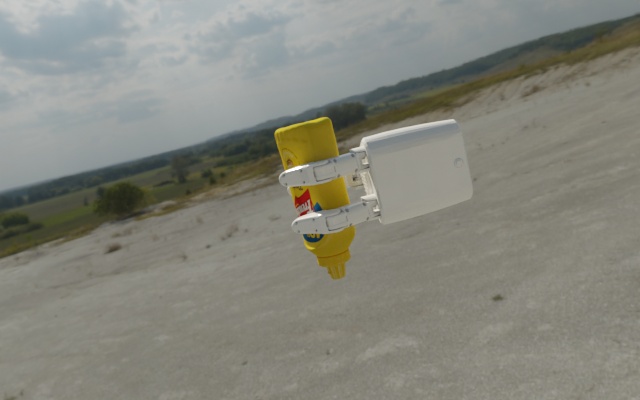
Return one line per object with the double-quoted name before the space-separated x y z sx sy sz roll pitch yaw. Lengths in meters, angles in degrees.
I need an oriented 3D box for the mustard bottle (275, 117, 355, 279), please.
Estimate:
"mustard bottle" 0.000 0.002 0.570 0.058 0.191 0.096 -19 10 -26
